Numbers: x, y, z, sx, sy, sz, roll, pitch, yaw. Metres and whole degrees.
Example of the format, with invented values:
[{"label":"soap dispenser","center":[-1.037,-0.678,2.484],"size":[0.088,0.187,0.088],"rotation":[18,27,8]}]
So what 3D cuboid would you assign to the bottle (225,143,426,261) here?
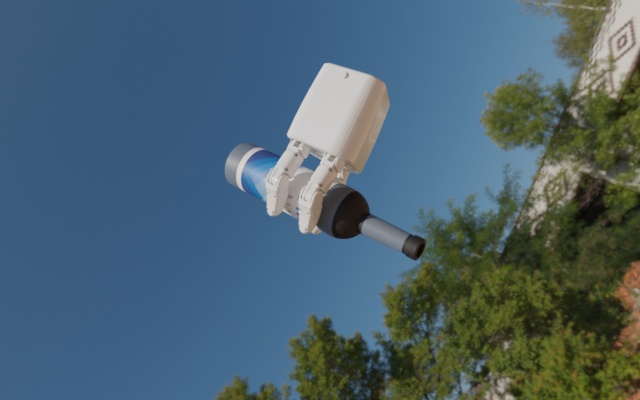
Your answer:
[{"label":"bottle","center":[0.000,0.002,0.621],"size":[0.295,0.069,0.069],"rotation":[26,13,30]}]
